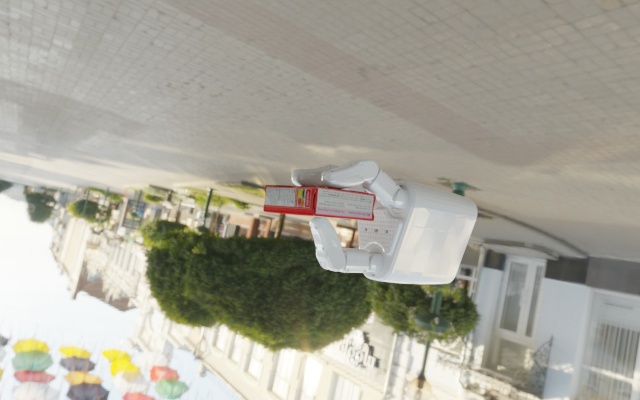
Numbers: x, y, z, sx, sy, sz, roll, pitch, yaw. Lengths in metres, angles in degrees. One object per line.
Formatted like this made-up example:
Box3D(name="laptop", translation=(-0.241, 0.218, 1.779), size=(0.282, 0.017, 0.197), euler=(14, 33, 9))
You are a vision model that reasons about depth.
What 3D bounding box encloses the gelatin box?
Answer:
Box3D(name="gelatin box", translation=(0.000, 0.002, 0.475), size=(0.089, 0.030, 0.073), euler=(5, -1, -45))
